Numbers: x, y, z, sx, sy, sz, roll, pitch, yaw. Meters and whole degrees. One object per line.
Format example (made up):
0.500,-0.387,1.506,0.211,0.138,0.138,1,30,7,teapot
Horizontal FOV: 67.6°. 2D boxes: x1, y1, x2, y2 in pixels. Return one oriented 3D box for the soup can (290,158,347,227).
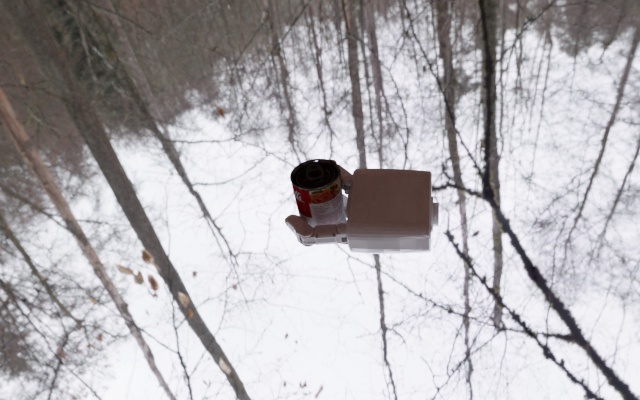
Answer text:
0.000,0.002,0.664,0.068,0.102,0.068,-7,39,5,soup can
